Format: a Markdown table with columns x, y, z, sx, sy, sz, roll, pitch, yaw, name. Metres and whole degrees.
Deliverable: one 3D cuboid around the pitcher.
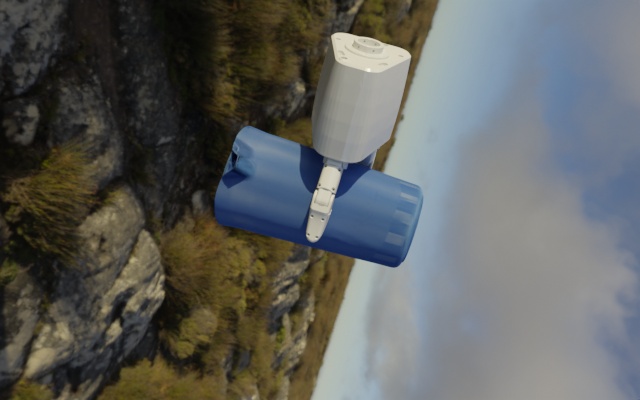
| x | y | z | sx | sy | sz | roll | pitch | yaw | name |
| --- | --- | --- | --- | --- | --- | --- | --- | --- | --- |
| 0.000 | 0.002 | 0.618 | 0.243 | 0.145 | 0.149 | 17 | 33 | 6 | pitcher |
